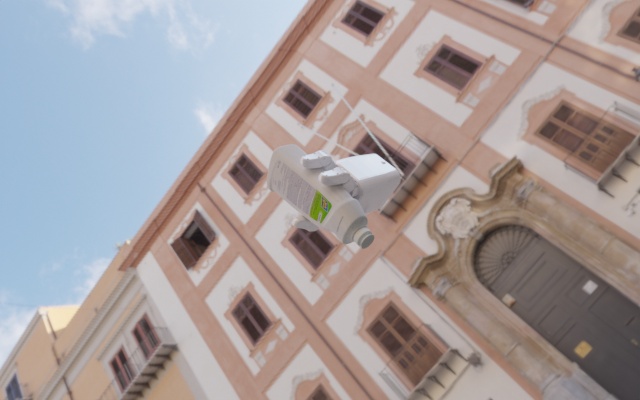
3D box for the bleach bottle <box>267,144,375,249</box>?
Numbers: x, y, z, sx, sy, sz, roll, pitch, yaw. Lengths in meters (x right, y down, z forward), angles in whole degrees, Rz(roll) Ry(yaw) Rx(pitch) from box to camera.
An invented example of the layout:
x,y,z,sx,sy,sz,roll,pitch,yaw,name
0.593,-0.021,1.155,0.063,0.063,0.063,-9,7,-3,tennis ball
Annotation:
x,y,z,sx,sy,sz,roll,pitch,yaw,name
0.000,0.003,0.841,0.068,0.103,0.250,-17,45,-35,bleach bottle
